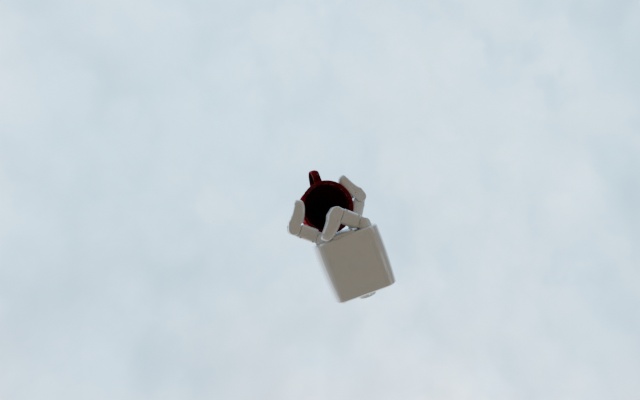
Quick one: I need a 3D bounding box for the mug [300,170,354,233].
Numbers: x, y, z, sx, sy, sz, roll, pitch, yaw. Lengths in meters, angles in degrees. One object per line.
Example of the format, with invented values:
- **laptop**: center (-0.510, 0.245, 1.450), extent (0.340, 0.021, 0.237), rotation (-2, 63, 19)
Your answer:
- **mug**: center (0.000, 0.001, 0.857), extent (0.093, 0.117, 0.081), rotation (-19, 0, -13)
